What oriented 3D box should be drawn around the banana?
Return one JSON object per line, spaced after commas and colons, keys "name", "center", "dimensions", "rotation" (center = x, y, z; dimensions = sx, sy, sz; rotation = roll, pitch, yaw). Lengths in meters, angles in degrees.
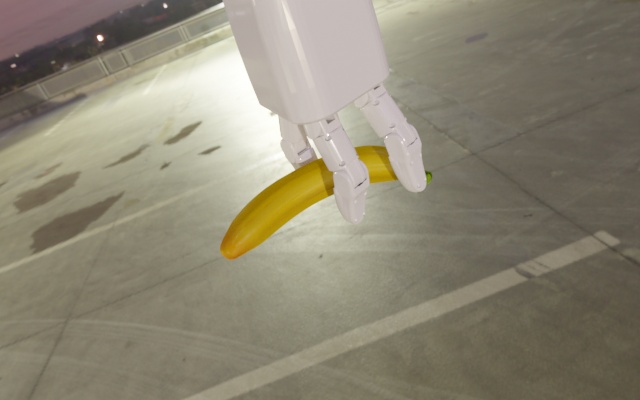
{"name": "banana", "center": [-0.003, -0.009, 0.433], "dimensions": [0.198, 0.037, 0.069], "rotation": [-22, 34, -8]}
